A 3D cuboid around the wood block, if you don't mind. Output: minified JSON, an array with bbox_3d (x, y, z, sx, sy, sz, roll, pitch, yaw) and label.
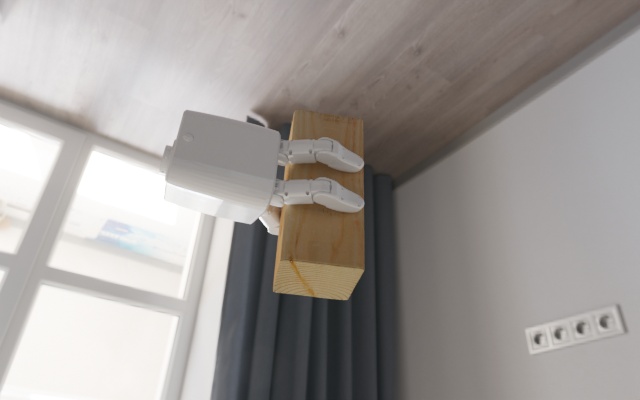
[{"bbox_3d":[0.000,0.002,0.572,0.090,0.206,0.091,8,-33,-7],"label":"wood block"}]
